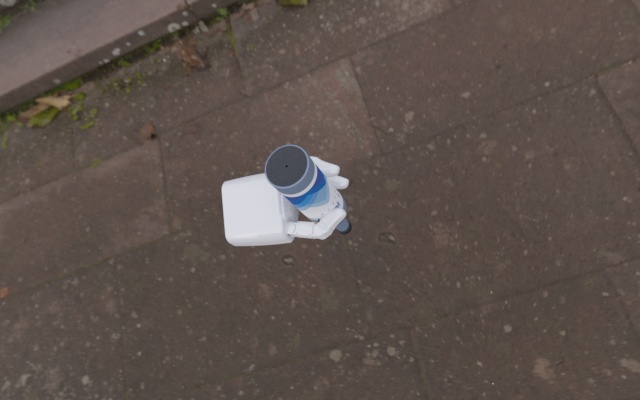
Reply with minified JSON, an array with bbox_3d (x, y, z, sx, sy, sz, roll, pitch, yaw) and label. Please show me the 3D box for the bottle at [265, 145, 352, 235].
[{"bbox_3d":[0.000,0.002,0.786,0.069,0.069,0.296,0,-20,20],"label":"bottle"}]
